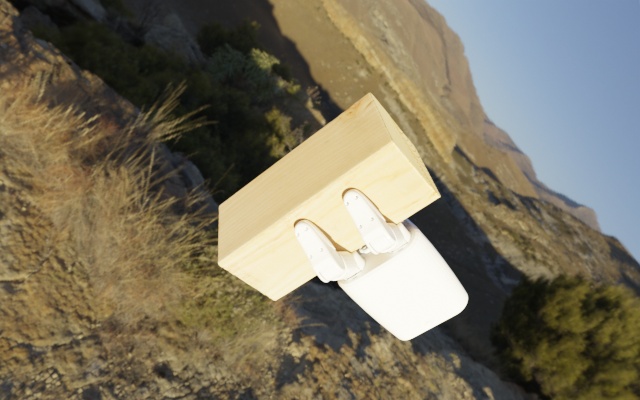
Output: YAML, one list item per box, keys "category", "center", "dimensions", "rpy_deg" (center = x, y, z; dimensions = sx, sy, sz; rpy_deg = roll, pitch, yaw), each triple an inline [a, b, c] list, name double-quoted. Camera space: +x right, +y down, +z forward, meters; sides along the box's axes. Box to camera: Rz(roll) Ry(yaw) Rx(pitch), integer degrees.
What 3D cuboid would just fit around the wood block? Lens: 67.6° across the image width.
- category: "wood block"
  center: [0.000, 0.002, 0.487]
  dimensions: [0.206, 0.090, 0.090]
  rpy_deg: [-35, -53, 18]
